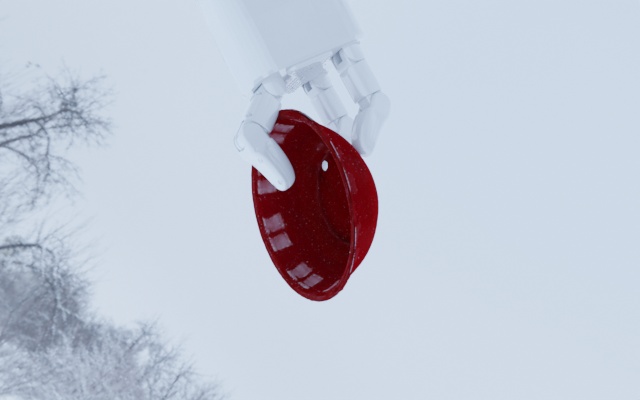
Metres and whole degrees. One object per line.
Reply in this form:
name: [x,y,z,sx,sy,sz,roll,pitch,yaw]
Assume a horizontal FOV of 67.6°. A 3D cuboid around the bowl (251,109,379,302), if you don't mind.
bowl: [0.001,0.003,0.411,0.055,0.162,0.162,-12,6,-32]
